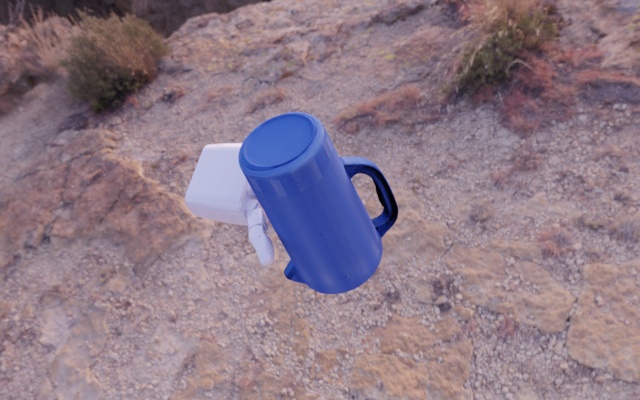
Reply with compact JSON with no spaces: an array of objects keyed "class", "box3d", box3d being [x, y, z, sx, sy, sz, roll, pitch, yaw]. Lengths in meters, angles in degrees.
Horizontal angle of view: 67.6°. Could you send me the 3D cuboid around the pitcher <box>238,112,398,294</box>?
[{"class":"pitcher","box3d":[0.000,0.002,0.627,0.145,0.149,0.243,7,-36,29]}]
